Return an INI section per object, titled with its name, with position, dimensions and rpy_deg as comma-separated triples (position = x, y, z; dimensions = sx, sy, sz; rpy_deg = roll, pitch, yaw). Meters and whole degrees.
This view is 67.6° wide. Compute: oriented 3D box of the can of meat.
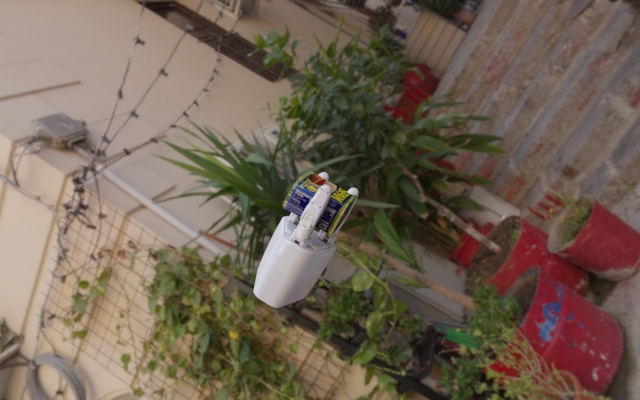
[can of meat]
position = 0.000, 0.002, 0.722
dimensions = 0.084, 0.057, 0.102
rpy_deg = 30, 18, 7
